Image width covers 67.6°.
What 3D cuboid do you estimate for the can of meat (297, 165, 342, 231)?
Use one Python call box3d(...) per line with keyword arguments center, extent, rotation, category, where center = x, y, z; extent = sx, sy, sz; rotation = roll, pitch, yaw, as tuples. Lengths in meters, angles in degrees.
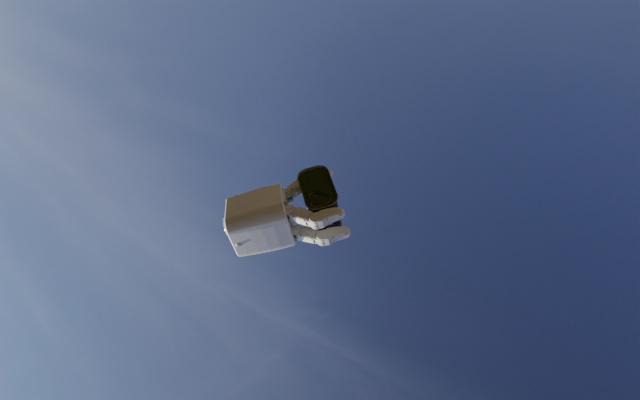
box3d(center=(0.000, 0.003, 0.856), extent=(0.057, 0.102, 0.084), rotation=(-16, -43, -3), category="can of meat")
